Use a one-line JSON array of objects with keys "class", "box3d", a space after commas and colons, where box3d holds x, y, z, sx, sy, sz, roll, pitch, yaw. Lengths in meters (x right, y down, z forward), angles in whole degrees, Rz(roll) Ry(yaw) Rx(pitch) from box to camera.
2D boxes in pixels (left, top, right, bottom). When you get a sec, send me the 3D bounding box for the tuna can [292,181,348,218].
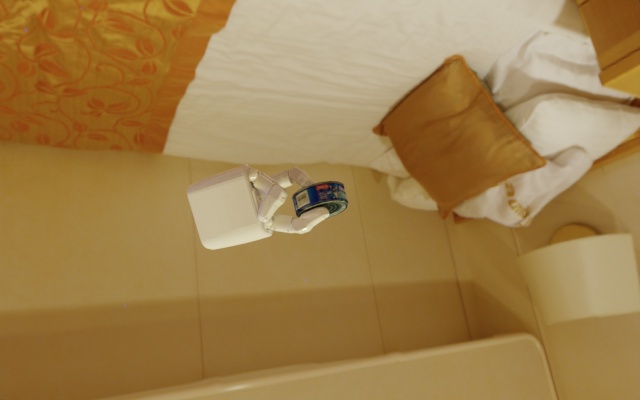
[{"class": "tuna can", "box3d": [0.000, 0.003, 0.752, 0.086, 0.033, 0.086, -13, -19, -4]}]
